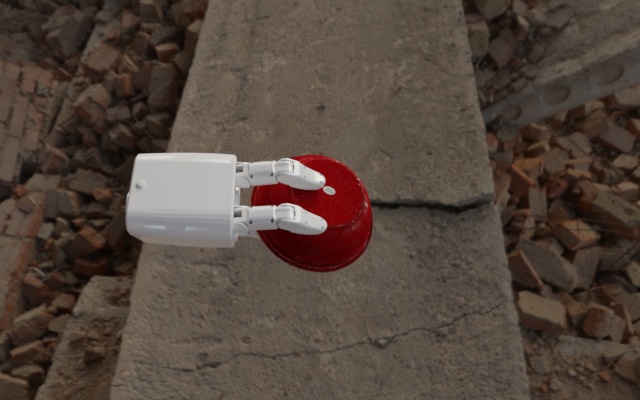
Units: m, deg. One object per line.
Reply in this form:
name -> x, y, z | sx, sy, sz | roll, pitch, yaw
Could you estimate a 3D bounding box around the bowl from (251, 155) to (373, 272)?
bowl -> 0.001, 0.002, 0.577 | 0.162, 0.162, 0.055 | 0, -27, -22
